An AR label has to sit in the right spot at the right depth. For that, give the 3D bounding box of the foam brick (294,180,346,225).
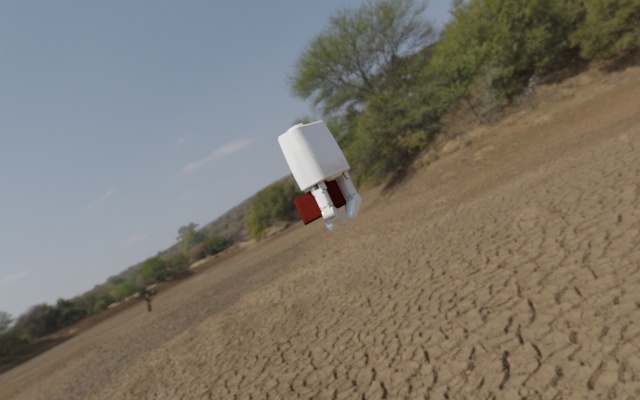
[{"bbox_3d":[0.000,0.003,0.882,0.078,0.051,0.053,-28,-2,20],"label":"foam brick"}]
